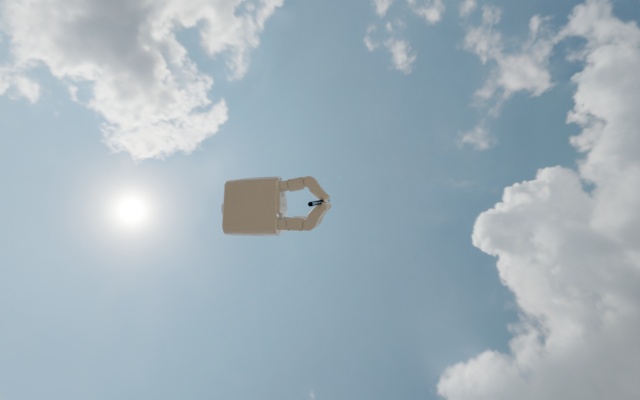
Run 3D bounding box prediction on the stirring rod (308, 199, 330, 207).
[{"bbox_3d":[0.000,0.003,0.871,0.011,0.011,0.239,0,1,8],"label":"stirring rod"}]
